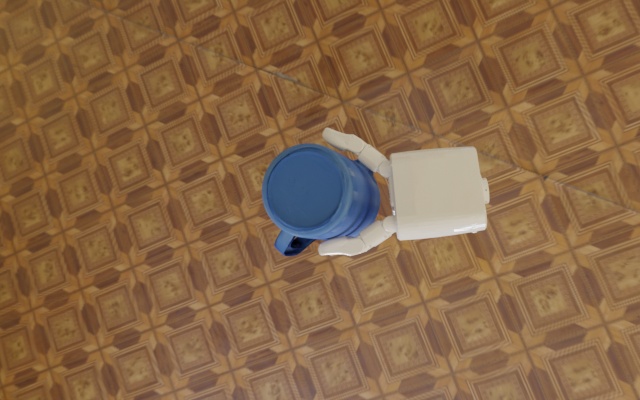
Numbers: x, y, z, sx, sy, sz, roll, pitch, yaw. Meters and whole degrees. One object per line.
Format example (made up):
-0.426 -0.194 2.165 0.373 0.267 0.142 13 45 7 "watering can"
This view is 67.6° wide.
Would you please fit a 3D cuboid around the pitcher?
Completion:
0.000 0.002 0.649 0.145 0.149 0.243 -4 -3 11 "pitcher"
